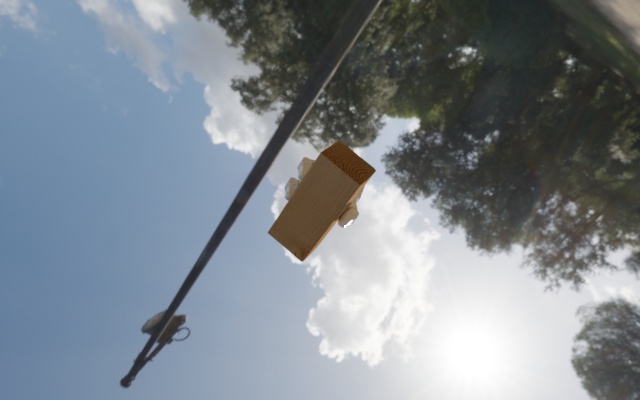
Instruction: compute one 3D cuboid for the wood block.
[{"bbox_3d":[0.000,0.003,0.889,0.091,0.206,0.090,39,32,7],"label":"wood block"}]
